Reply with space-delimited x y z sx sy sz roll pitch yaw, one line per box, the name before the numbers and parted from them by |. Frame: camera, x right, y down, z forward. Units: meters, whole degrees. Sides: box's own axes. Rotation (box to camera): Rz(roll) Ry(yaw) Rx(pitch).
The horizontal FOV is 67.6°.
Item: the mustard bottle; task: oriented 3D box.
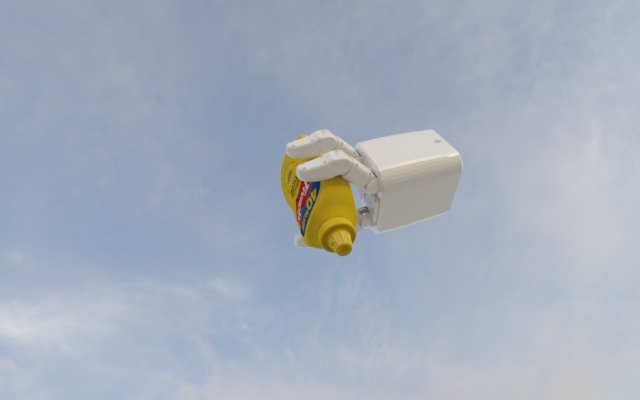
mustard bottle | 0.000 0.002 0.576 0.058 0.096 0.191 8 29 -23
